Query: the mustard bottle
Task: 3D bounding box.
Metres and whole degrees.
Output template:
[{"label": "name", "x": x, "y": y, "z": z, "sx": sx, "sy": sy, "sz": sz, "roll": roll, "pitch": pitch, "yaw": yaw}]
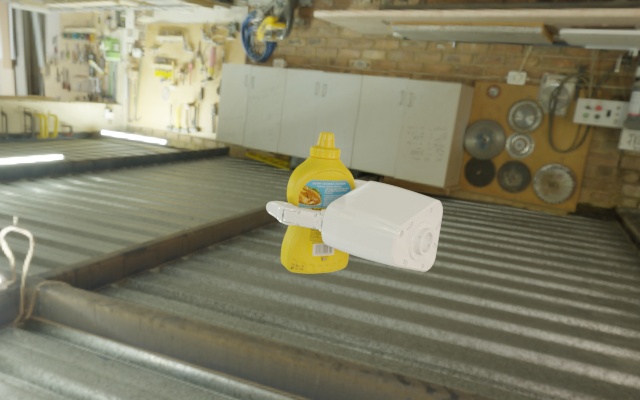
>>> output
[{"label": "mustard bottle", "x": 0.000, "y": 0.002, "z": 0.661, "sx": 0.096, "sy": 0.192, "sz": 0.058, "roll": 0, "pitch": 14, "yaw": -24}]
